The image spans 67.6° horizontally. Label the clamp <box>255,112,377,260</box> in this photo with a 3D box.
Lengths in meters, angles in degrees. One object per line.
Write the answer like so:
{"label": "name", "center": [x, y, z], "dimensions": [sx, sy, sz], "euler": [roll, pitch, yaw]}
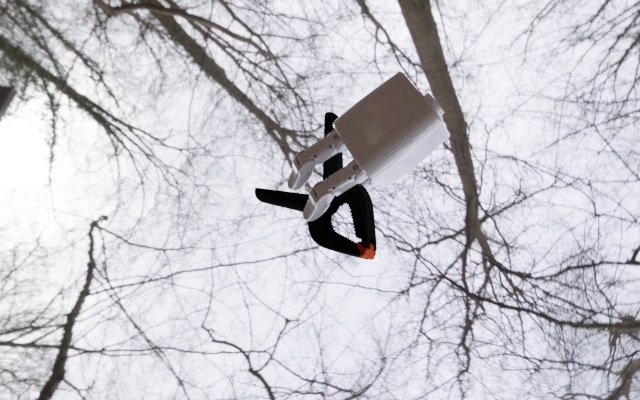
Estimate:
{"label": "clamp", "center": [0.001, 0.003, 0.629], "dimensions": [0.164, 0.210, 0.036], "euler": [-40, -34, 18]}
